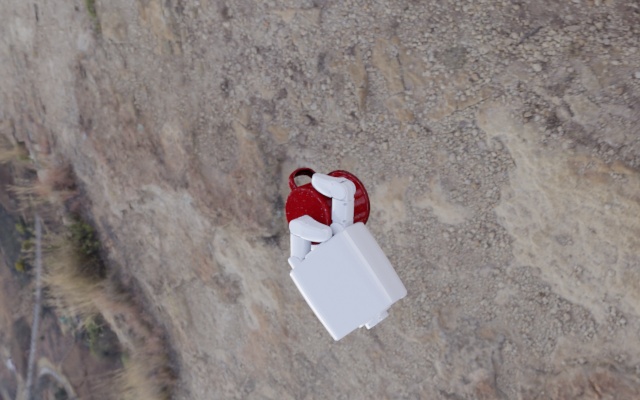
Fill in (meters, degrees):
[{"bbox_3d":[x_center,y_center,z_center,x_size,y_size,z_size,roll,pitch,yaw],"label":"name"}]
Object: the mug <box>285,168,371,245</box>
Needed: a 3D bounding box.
[{"bbox_3d":[-0.001,0.001,0.652,0.081,0.117,0.093,-21,-21,-45],"label":"mug"}]
